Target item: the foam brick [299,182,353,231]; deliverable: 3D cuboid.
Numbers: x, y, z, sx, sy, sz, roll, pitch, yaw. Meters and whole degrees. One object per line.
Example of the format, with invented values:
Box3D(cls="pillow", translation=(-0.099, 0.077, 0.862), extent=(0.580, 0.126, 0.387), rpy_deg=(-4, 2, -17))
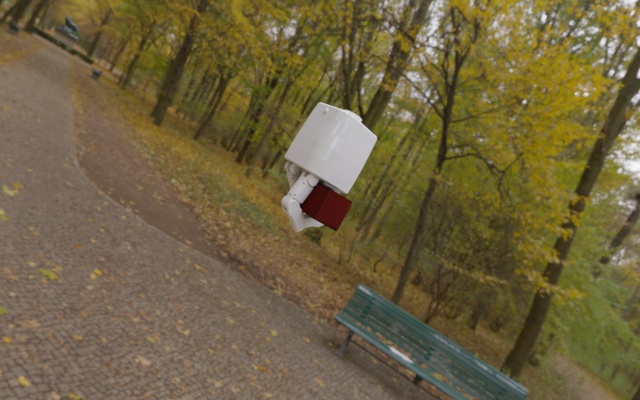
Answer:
Box3D(cls="foam brick", translation=(0.000, 0.003, 0.733), extent=(0.053, 0.051, 0.078), rpy_deg=(29, 2, -38))
